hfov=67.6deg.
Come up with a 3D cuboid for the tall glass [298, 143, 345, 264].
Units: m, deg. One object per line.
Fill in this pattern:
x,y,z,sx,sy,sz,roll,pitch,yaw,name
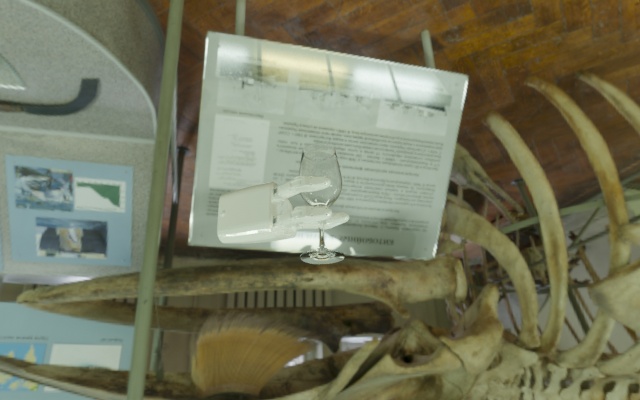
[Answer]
0.000,0.003,0.822,0.079,0.201,0.079,-1,-24,-1,tall glass
